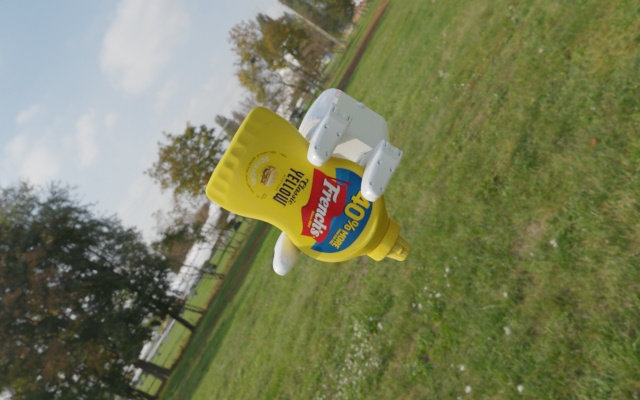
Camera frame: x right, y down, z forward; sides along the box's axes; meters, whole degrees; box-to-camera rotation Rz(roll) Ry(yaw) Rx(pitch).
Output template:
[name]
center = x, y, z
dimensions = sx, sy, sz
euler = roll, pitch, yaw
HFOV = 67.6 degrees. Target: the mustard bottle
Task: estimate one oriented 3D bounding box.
[mustard bottle]
center = 0.000, 0.001, 0.440
dimensions = 0.191, 0.096, 0.058
euler = 31, 6, -8
